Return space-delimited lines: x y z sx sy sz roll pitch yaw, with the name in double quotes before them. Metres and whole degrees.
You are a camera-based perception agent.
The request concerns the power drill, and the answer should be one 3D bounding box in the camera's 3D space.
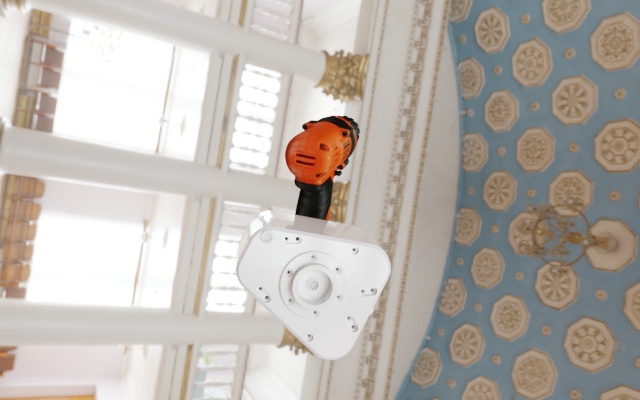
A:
"power drill" 0.000 0.002 0.525 0.057 0.188 0.184 10 18 14
